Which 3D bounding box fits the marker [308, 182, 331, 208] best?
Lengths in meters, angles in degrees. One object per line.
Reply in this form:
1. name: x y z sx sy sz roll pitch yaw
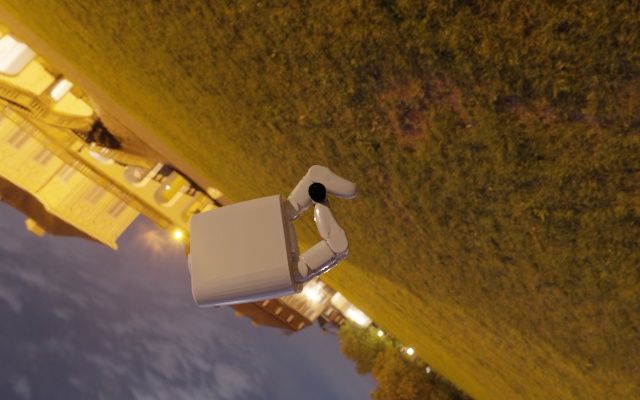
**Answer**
1. marker: 0.000 0.002 0.546 0.020 0.020 0.121 0 -12 4
